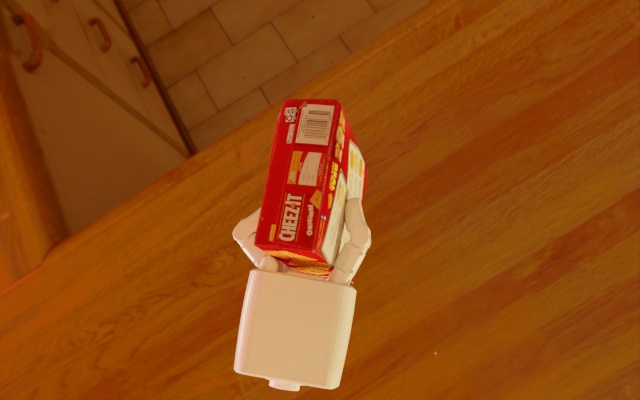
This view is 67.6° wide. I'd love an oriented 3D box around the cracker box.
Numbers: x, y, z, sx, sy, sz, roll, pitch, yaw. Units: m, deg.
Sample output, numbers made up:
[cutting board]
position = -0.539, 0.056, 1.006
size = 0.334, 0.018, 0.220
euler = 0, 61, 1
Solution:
[cracker box]
position = 0.000, 0.002, 0.572
size = 0.072, 0.164, 0.214
euler = 5, -16, 15
